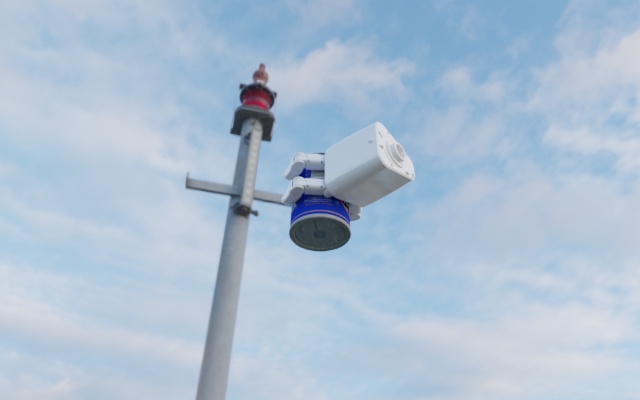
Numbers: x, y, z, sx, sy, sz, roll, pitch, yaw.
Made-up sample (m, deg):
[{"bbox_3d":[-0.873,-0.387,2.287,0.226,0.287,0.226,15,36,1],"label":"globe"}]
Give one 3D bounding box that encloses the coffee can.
[{"bbox_3d":[0.000,0.003,0.829,0.103,0.140,0.103,1,-38,0],"label":"coffee can"}]
